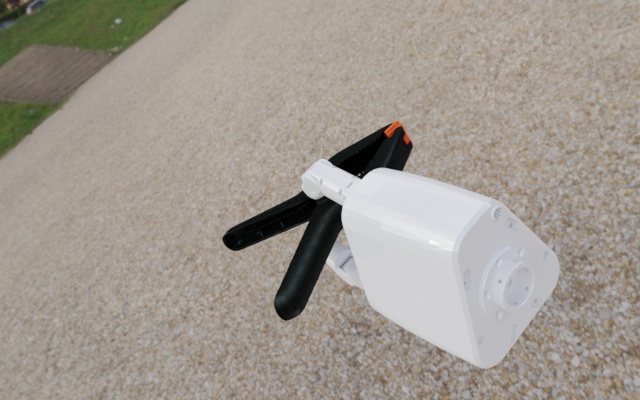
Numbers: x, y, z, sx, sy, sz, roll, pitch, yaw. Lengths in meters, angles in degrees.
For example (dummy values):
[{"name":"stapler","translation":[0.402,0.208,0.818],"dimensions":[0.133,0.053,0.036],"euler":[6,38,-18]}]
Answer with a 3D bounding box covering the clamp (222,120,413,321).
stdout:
[{"name":"clamp","translation":[0.000,0.001,0.452],"dimensions":[0.164,0.210,0.036],"euler":[21,-27,55]}]
